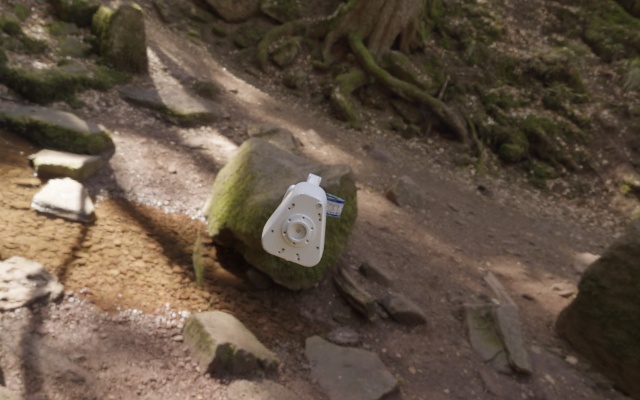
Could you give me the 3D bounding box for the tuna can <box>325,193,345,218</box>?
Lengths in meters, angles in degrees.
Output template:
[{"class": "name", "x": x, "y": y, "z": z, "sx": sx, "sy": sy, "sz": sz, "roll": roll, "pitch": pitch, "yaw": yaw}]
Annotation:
[{"class": "tuna can", "x": 0.000, "y": 0.002, "z": 0.876, "sx": 0.086, "sy": 0.034, "sz": 0.086, "roll": 18, "pitch": 5, "yaw": -2}]
